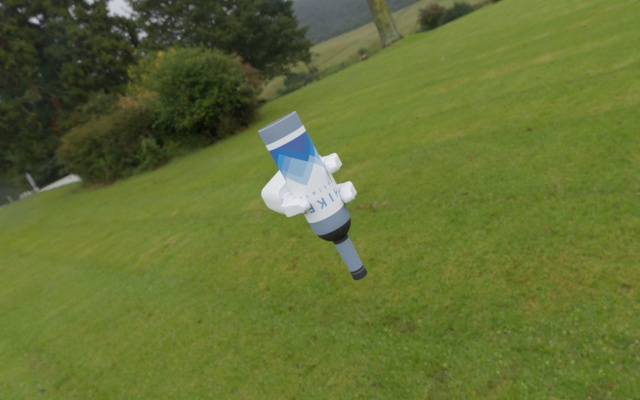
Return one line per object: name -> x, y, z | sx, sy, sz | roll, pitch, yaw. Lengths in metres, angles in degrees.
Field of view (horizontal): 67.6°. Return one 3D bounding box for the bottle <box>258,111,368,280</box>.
bottle -> 0.000, 0.002, 0.777 | 0.069, 0.296, 0.069 | -27, 14, 7
